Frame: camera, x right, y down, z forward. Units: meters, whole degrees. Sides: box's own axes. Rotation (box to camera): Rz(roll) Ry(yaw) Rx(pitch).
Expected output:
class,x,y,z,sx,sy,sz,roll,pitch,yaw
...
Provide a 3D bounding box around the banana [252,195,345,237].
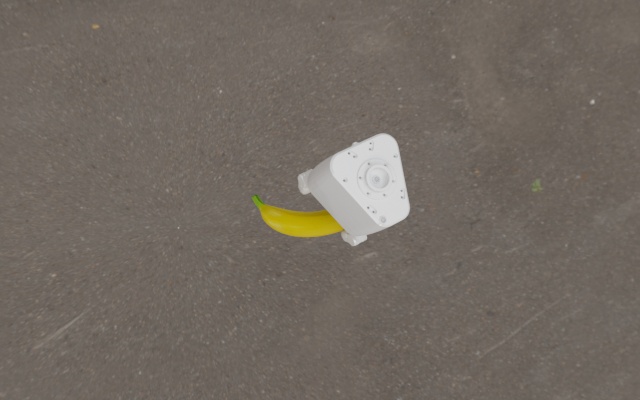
class,x,y,z,sx,sy,sz,roll,pitch,yaw
banana,-0.002,0.021,0.723,0.198,0.069,0.037,-1,-13,-13
